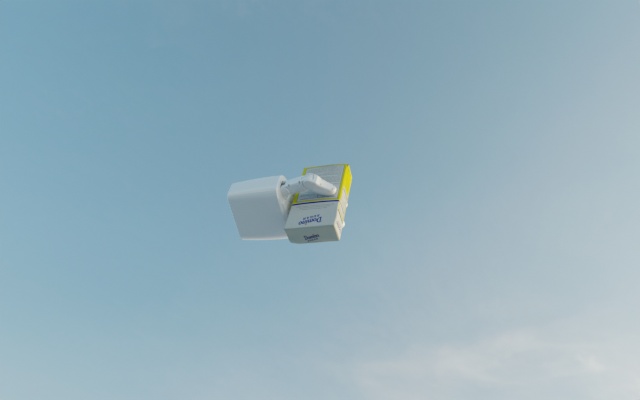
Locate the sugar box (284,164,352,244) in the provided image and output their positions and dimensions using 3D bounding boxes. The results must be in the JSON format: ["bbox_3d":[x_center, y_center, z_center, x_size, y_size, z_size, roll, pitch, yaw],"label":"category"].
[{"bbox_3d":[0.000,0.003,0.877,0.093,0.048,0.176,-5,42,18],"label":"sugar box"}]
